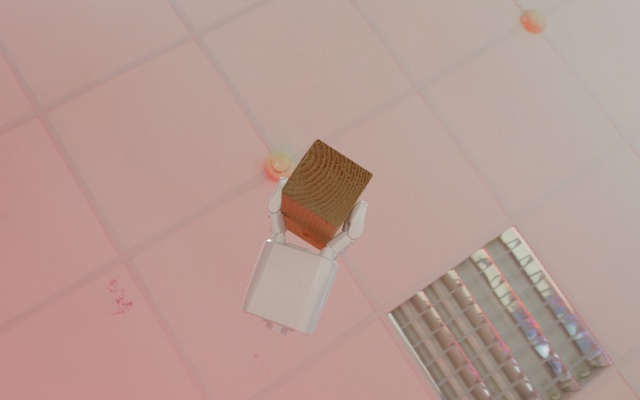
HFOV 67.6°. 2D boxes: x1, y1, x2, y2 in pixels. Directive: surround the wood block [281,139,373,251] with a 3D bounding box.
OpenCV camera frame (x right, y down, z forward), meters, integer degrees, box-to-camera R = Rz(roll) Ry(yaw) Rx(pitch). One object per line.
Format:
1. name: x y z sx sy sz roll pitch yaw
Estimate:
1. wood block: 0.000 0.003 0.709 0.091 0.090 0.206 32 -15 3
